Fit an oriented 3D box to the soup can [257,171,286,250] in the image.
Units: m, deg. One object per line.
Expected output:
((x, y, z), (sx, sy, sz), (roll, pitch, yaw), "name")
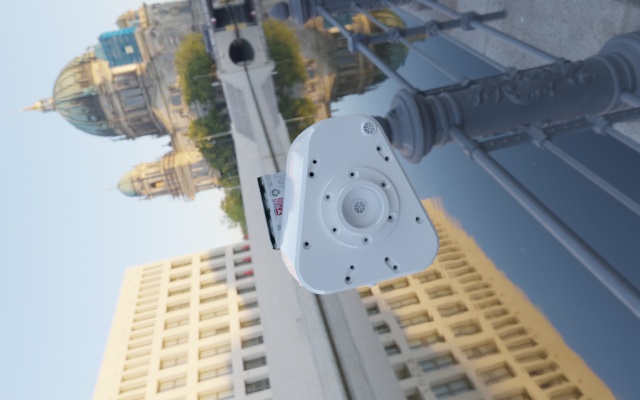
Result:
((0.000, 0.001, 0.425), (0.102, 0.068, 0.068), (-12, 1, -7), "soup can")
